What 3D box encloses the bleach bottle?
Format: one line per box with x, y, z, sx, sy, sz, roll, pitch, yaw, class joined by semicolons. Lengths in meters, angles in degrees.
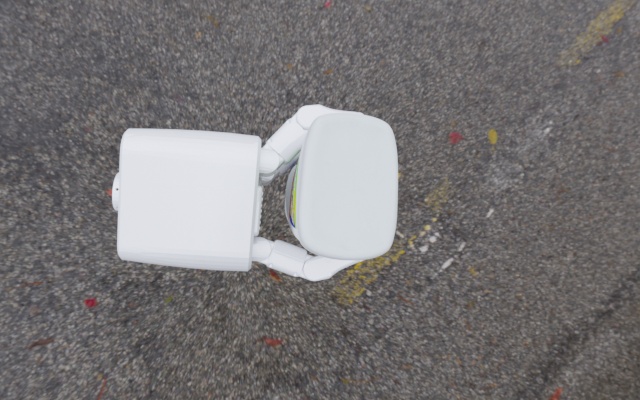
0.000;0.001;0.434;0.068;0.102;0.251;5;-7;-9;bleach bottle
